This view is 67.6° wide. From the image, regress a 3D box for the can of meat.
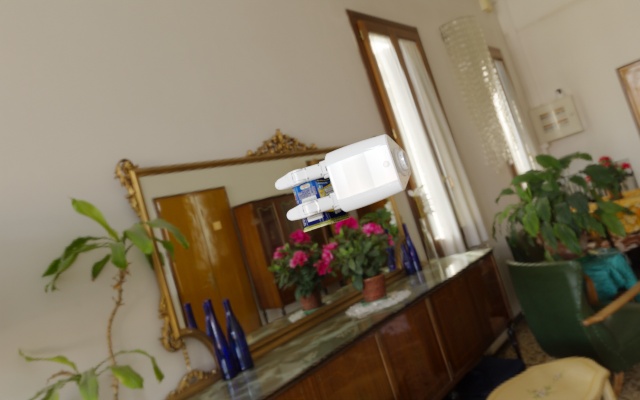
[{"bbox_3d":[0.000,0.002,0.827,0.057,0.084,0.102,-19,-4,26],"label":"can of meat"}]
